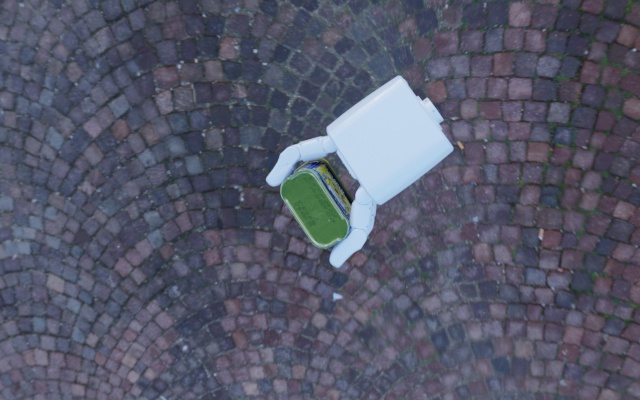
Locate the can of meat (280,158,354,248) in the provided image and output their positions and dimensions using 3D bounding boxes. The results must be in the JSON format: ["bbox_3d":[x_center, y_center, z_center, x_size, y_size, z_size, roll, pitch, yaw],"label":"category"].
[{"bbox_3d":[0.000,0.002,0.591,0.057,0.102,0.084,-33,5,15],"label":"can of meat"}]
